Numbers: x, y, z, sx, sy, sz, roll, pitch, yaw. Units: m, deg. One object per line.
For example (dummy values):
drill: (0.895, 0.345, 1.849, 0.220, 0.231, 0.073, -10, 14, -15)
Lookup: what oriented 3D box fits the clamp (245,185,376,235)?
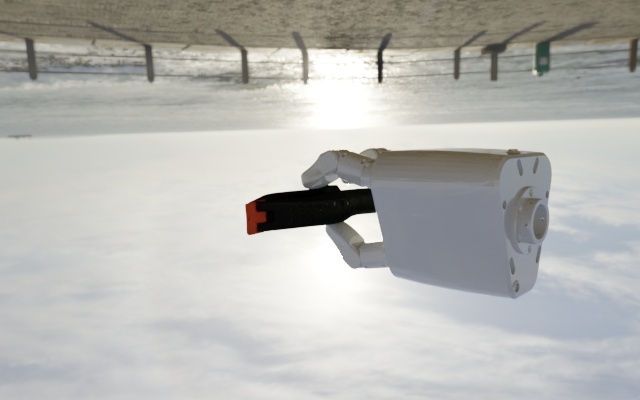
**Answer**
clamp: (0.000, 0.002, 0.485, 0.210, 0.036, 0.164, -10, 9, -43)
